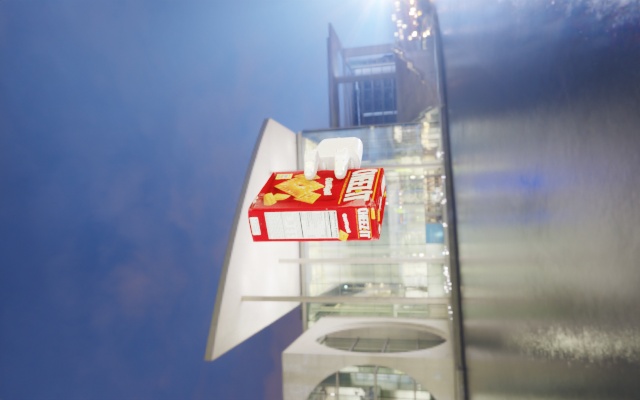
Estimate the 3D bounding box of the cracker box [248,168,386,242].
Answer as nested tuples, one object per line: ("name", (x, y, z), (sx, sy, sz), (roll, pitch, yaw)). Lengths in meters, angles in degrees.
("cracker box", (0.000, 0.003, 0.829), (0.214, 0.072, 0.164), (-2, 25, 13))
